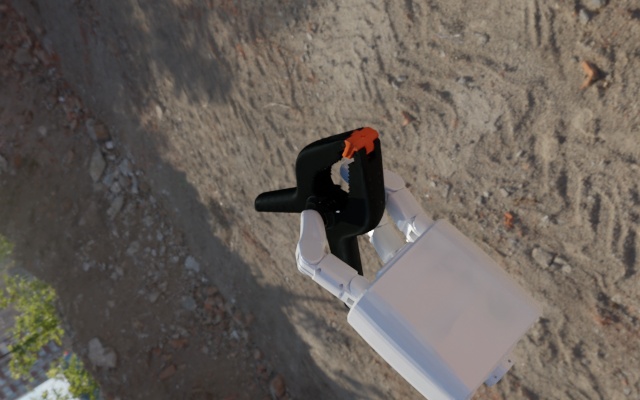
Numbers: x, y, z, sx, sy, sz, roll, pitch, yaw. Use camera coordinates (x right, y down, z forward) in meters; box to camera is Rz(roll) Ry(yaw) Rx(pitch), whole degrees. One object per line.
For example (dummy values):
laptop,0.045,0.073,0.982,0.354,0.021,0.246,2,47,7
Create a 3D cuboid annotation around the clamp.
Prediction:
clamp,0.000,0.002,0.450,0.164,0.210,0.036,40,55,19
